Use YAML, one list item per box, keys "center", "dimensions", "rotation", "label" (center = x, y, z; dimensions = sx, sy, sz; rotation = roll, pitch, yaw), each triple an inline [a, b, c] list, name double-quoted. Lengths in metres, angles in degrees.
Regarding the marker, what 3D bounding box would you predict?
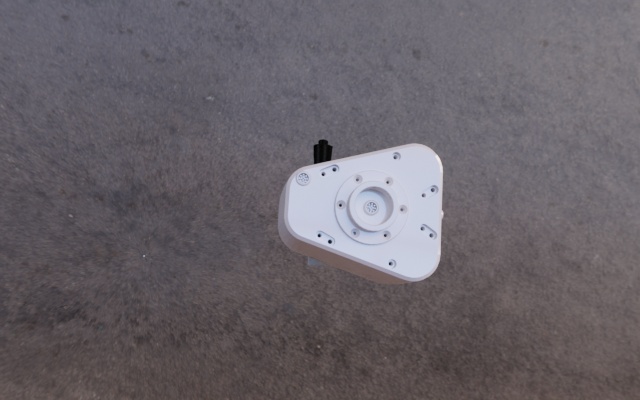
- center: [0.000, 0.001, 0.454]
  dimensions: [0.020, 0.121, 0.020]
  rotation: [3, -8, 0]
  label: "marker"
